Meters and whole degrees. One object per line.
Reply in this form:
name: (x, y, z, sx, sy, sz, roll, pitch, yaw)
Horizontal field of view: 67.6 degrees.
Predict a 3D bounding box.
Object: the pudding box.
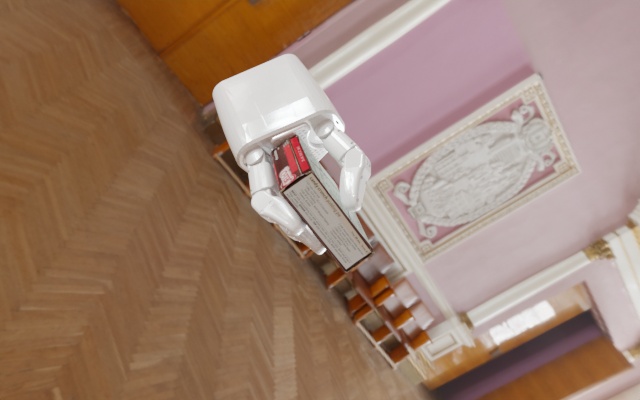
pudding box: (0.000, 0.001, 0.459, 0.039, 0.113, 0.090, -35, 29, 9)
